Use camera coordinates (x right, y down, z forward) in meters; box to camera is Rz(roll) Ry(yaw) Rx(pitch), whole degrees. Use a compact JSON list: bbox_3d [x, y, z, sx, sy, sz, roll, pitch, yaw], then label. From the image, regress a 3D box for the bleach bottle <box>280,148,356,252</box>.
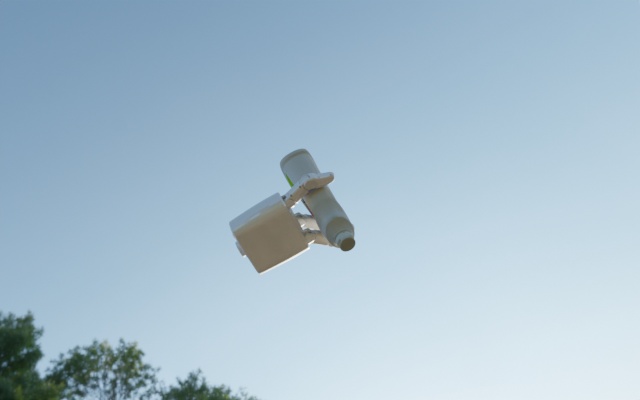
[{"bbox_3d":[0.000,0.003,0.877,0.068,0.103,0.250,-30,37,-3],"label":"bleach bottle"}]
